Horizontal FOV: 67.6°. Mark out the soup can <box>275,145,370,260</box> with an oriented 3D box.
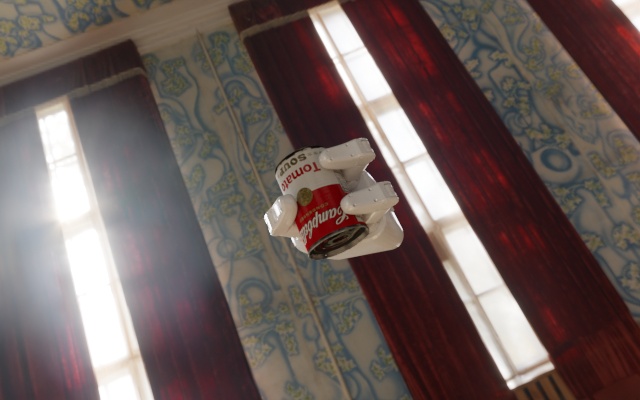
[{"bbox_3d":[0.000,0.001,0.503,0.068,0.102,0.068,-21,-22,-9],"label":"soup can"}]
